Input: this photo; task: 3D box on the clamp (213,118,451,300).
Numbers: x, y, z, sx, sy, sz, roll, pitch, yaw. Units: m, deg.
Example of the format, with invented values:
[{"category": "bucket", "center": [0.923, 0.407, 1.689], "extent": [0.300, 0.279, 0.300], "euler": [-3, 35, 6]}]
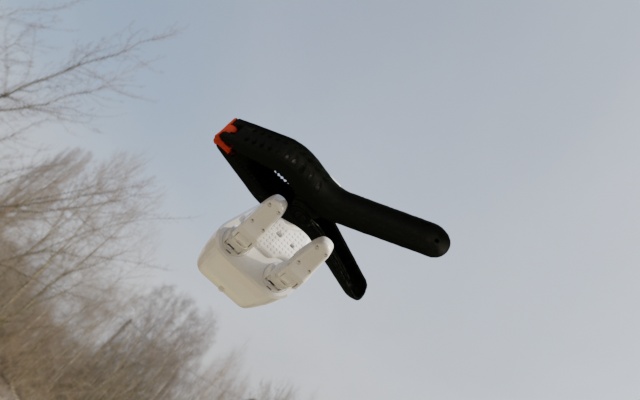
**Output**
[{"category": "clamp", "center": [0.000, 0.001, 0.412], "extent": [0.036, 0.210, 0.164], "euler": [-50, 8, -32]}]
